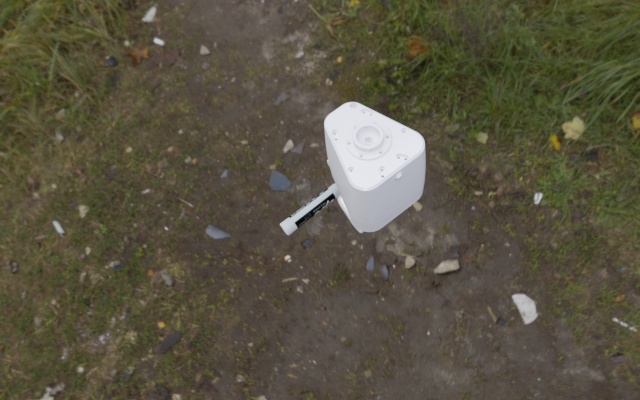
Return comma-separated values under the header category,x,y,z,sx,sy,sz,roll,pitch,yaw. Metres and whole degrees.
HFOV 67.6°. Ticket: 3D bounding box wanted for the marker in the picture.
category,x,y,z,sx,sy,sz,roll,pitch,yaw
marker,0.000,0.002,0.627,0.121,0.020,0.020,-37,7,-10
